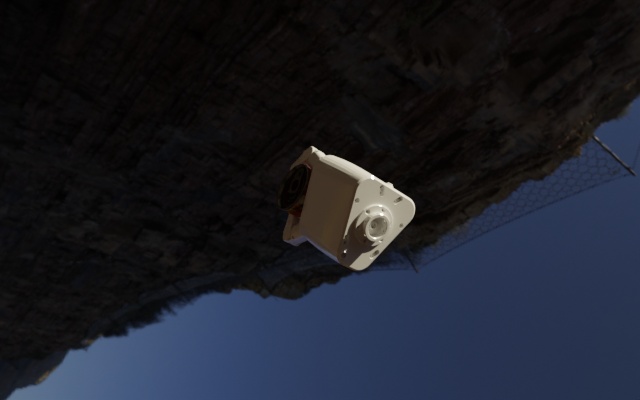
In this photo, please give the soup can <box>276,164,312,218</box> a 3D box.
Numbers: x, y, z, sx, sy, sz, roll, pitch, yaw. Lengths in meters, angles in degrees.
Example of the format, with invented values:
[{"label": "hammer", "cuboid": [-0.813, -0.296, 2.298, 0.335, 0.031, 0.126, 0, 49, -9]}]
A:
[{"label": "soup can", "cuboid": [0.000, 0.002, 0.661, 0.102, 0.068, 0.068, 28, -15, -30]}]
